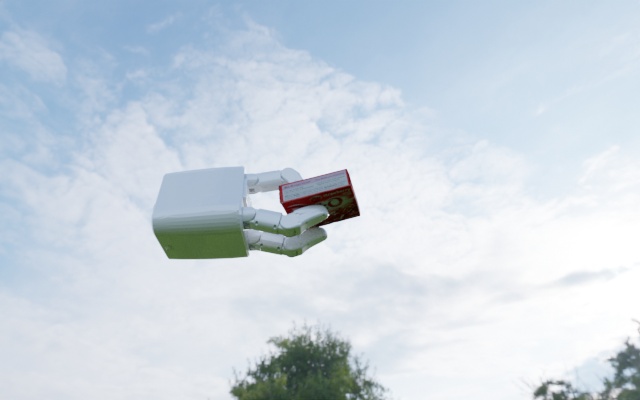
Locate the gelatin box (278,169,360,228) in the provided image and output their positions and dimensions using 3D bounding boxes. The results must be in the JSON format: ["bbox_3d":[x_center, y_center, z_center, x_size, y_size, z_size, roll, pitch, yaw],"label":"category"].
[{"bbox_3d":[0.000,0.001,0.596,0.089,0.030,0.073,-15,-35,6],"label":"gelatin box"}]
